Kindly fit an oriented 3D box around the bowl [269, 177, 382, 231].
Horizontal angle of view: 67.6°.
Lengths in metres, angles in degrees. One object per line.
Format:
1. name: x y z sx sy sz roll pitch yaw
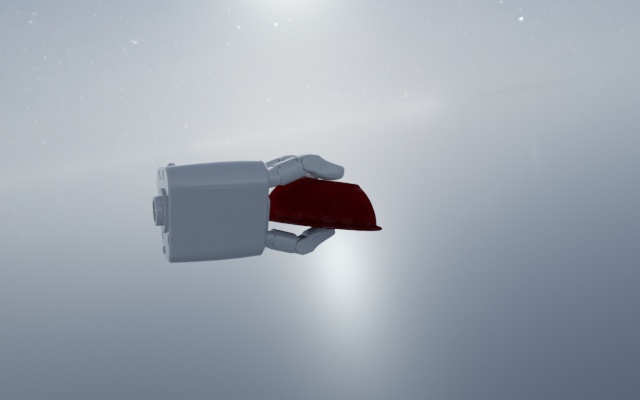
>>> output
1. bowl: 0.001 0.002 0.604 0.162 0.055 0.162 6 1 0
